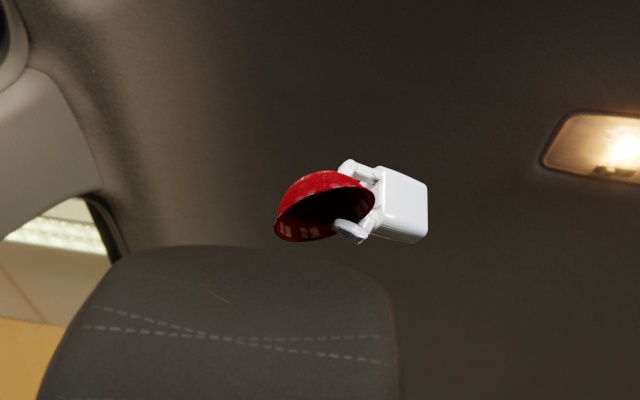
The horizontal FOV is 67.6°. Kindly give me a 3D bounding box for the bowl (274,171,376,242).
[{"bbox_3d":[-0.001,0.002,0.734,0.162,0.055,0.162,-16,-27,-8],"label":"bowl"}]
